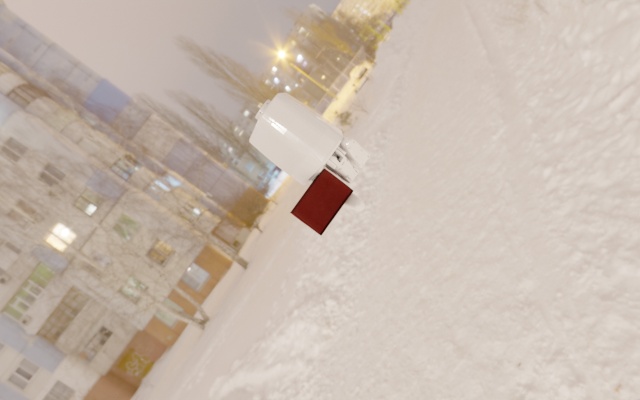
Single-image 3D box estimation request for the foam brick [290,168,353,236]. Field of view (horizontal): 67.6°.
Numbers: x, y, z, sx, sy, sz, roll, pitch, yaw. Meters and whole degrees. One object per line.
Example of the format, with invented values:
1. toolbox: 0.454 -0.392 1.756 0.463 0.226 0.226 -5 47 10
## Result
1. foam brick: 0.000 0.002 0.674 0.051 0.078 0.053 36 -5 -6
